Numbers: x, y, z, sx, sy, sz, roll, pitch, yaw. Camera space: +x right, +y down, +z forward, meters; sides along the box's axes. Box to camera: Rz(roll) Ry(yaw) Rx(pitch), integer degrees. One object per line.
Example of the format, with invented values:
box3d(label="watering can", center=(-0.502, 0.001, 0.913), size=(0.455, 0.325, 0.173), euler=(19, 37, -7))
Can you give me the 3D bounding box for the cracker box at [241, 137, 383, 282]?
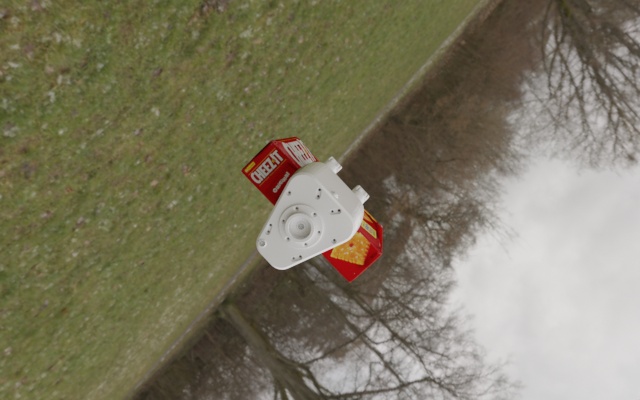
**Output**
box3d(label="cracker box", center=(0.000, 0.003, 0.715), size=(0.072, 0.213, 0.164), euler=(-43, 1, 12))
